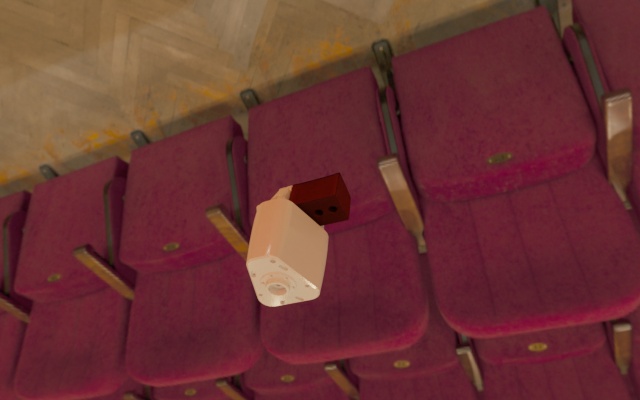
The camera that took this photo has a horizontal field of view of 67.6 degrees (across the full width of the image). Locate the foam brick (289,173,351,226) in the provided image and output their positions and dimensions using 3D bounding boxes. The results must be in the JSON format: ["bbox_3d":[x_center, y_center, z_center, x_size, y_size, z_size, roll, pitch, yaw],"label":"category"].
[{"bbox_3d":[0.000,0.002,0.704,0.078,0.053,0.051,-15,38,19],"label":"foam brick"}]
